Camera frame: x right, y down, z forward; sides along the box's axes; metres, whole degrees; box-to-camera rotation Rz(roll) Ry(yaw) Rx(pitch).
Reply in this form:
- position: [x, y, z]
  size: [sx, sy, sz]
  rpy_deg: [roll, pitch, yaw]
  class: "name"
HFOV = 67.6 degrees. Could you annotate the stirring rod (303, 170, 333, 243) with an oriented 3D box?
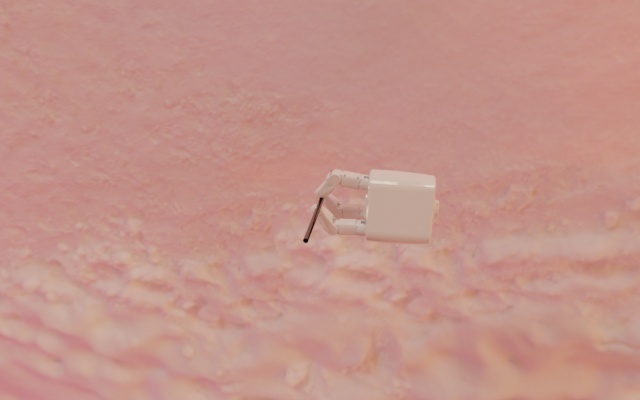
- position: [0.000, 0.003, 0.792]
  size: [0.011, 0.011, 0.239]
  rpy_deg: [0, 28, 12]
  class: "stirring rod"
